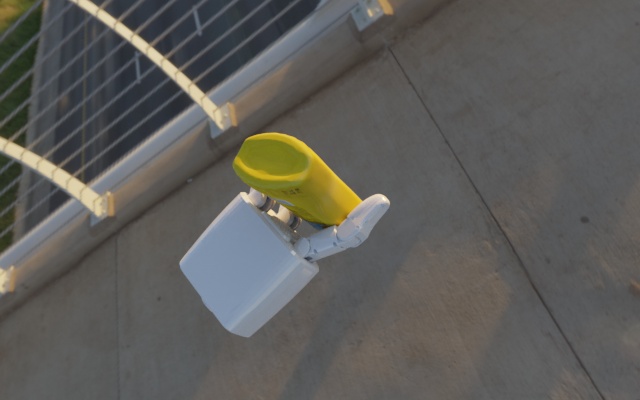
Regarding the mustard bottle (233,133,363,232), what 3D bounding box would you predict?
[{"bbox_3d":[0.000,0.001,0.505,0.096,0.058,0.192,16,-15,38],"label":"mustard bottle"}]
